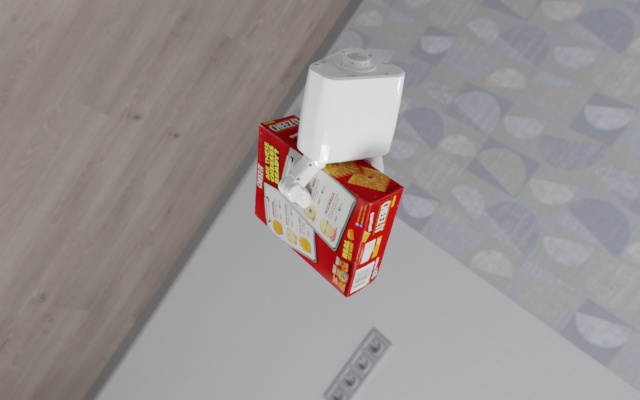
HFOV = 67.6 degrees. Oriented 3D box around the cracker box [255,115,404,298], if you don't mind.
[{"bbox_3d":[0.000,0.002,0.660,0.072,0.164,0.213,-23,47,-36],"label":"cracker box"}]
